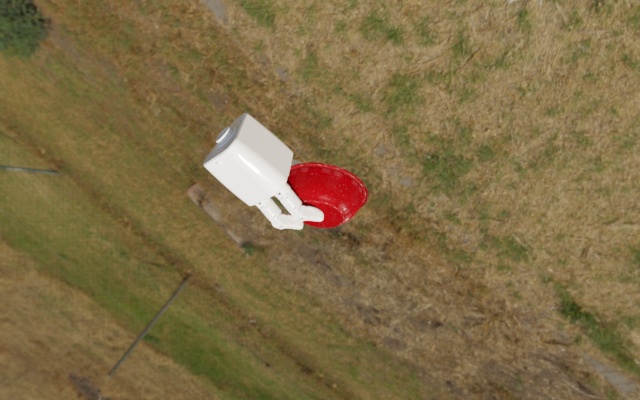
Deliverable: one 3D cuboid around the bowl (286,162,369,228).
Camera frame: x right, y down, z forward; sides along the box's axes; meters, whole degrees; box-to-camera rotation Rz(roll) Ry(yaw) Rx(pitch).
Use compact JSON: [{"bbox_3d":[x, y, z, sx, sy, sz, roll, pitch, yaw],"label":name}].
[{"bbox_3d":[0.001,0.004,0.833,0.162,0.055,0.162,9,-31,5],"label":"bowl"}]
